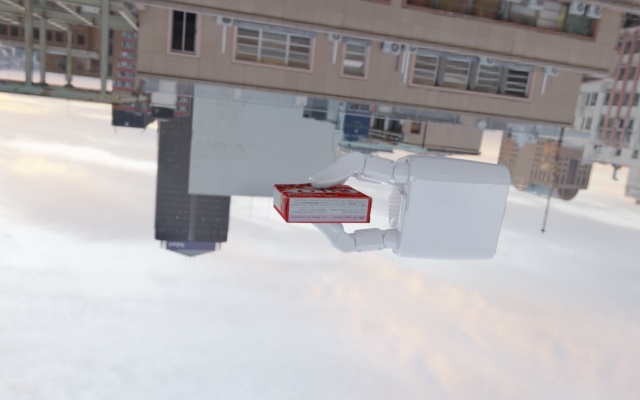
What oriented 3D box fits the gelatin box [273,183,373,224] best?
[{"bbox_3d":[0.000,0.002,0.497,0.089,0.030,0.073,0,11,-15],"label":"gelatin box"}]
